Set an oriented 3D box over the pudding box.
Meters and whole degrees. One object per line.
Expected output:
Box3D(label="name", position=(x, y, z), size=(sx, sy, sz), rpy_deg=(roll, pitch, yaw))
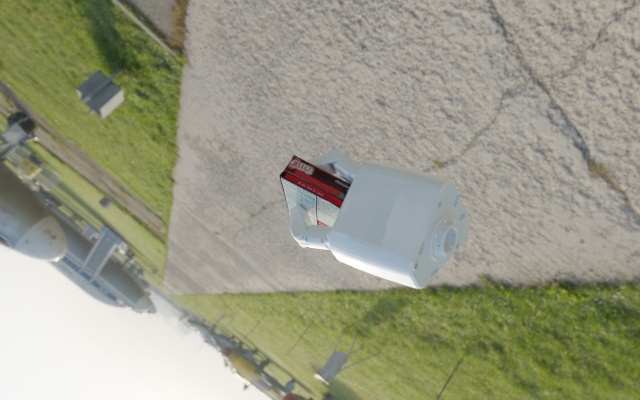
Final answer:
Box3D(label="pudding box", position=(0.000, 0.002, 0.595), size=(0.090, 0.039, 0.114), rpy_deg=(29, -23, 16))
